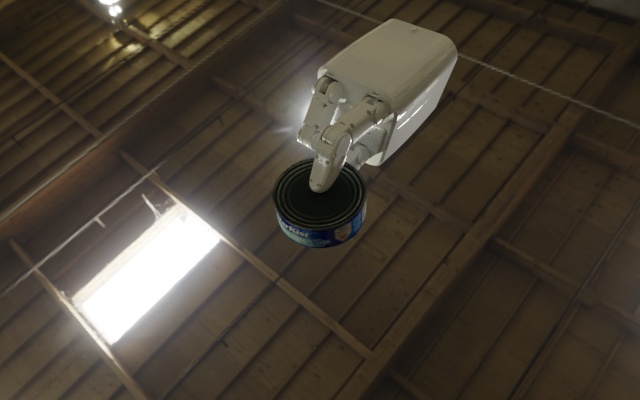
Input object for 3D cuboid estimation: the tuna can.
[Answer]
[{"bbox_3d":[0.000,0.002,0.443,0.086,0.086,0.034,0,-39,6],"label":"tuna can"}]
